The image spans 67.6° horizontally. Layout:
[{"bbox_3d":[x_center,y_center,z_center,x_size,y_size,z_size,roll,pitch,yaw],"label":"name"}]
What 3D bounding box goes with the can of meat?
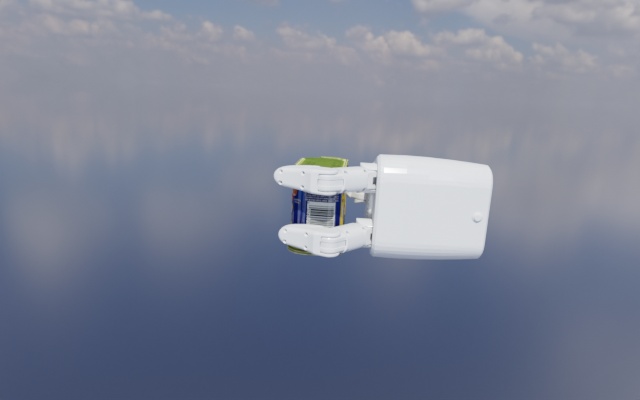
[{"bbox_3d":[0.000,0.001,0.496,0.057,0.084,0.102,4,13,4],"label":"can of meat"}]
